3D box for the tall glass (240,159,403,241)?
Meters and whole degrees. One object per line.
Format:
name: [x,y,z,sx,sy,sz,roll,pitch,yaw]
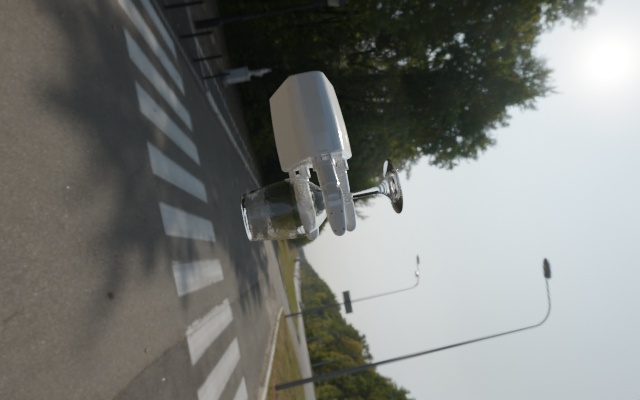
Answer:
tall glass: [0.001,0.002,0.623,0.201,0.079,0.079,-12,1,-6]
